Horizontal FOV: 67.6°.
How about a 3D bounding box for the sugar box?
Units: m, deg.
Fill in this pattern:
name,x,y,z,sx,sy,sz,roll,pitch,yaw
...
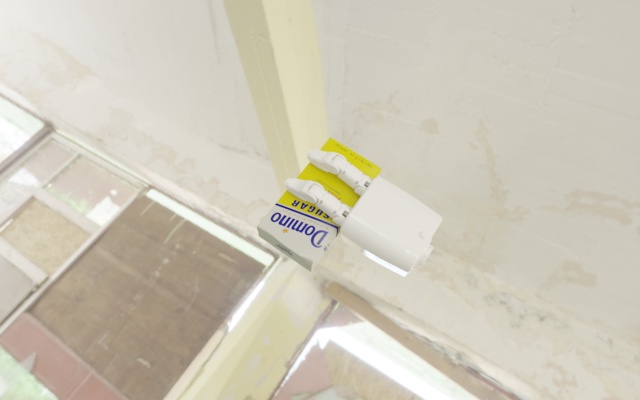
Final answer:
name,x,y,z,sx,sy,sz,roll,pitch,yaw
sugar box,0.000,0.002,0.675,0.093,0.176,0.048,32,-24,12
